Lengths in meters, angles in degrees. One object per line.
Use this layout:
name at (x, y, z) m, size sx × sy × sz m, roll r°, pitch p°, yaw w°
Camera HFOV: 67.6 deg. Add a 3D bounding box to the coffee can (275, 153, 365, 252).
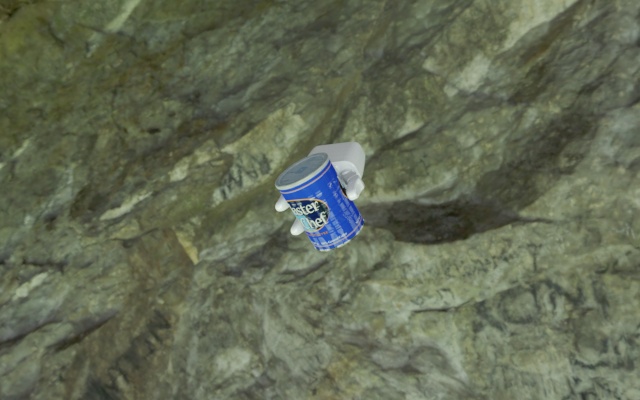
coffee can at (0.000, 0.003, 0.831) m, size 0.103 × 0.140 × 0.102 m, roll -26°, pitch 22°, yaw 11°
